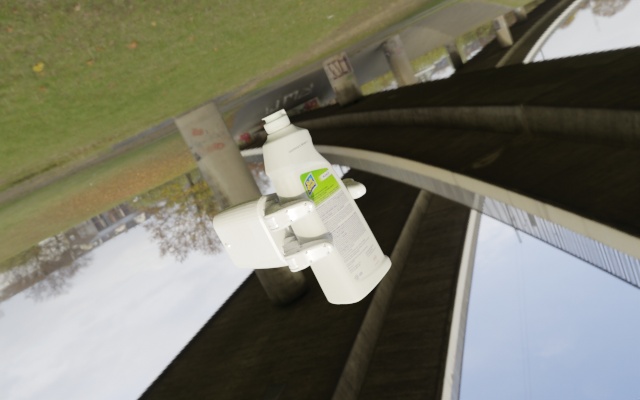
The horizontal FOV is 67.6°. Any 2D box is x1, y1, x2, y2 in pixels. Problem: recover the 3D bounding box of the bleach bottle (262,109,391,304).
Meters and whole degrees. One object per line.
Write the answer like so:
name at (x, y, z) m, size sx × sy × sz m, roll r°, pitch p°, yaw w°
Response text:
bleach bottle at (0.000, 0.002, 0.608) m, size 0.068 × 0.251 × 0.102 m, roll -13°, pitch 18°, yaw 43°
